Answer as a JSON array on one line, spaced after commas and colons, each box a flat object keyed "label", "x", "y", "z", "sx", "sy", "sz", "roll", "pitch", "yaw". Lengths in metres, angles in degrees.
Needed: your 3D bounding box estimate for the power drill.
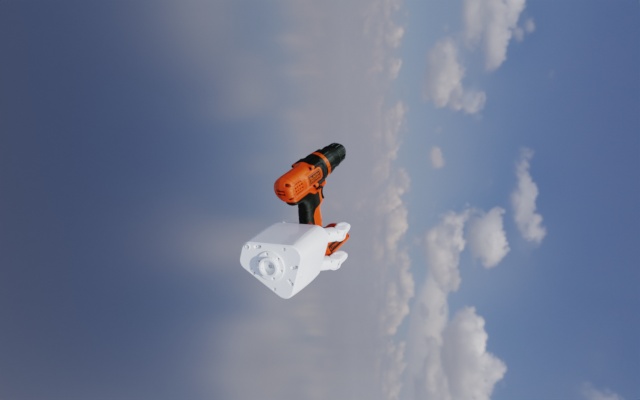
[{"label": "power drill", "x": 0.000, "y": 0.003, "z": 0.887, "sx": 0.057, "sy": 0.188, "sz": 0.184, "roll": 8, "pitch": 33, "yaw": 40}]
